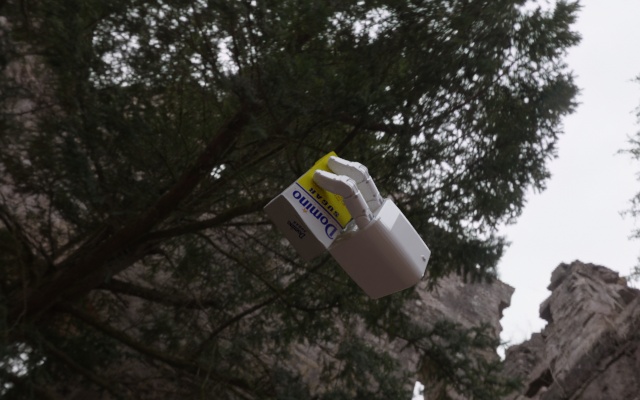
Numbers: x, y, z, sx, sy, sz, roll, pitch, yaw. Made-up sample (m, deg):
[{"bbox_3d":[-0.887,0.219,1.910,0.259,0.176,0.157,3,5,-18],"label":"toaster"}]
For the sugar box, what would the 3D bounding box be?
[{"bbox_3d":[0.001,0.002,0.674,0.048,0.093,0.176,-35,7,31],"label":"sugar box"}]
